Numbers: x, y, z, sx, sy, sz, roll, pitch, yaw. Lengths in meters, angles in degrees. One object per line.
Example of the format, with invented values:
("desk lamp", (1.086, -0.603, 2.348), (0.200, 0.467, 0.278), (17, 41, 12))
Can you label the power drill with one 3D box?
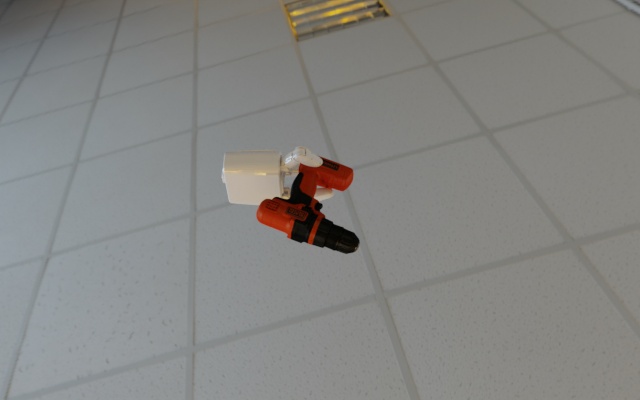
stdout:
("power drill", (0.000, 0.002, 0.862), (0.184, 0.057, 0.187), (21, 43, 5))
